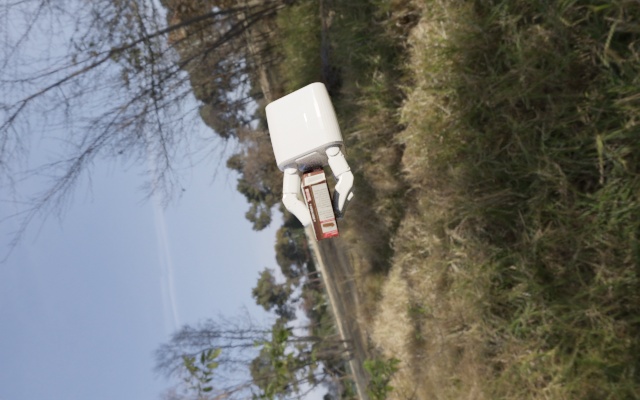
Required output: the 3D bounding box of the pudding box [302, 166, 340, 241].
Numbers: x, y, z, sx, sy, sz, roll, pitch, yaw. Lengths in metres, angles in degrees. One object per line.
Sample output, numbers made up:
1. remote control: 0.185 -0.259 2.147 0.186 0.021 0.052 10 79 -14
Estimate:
1. pudding box: 0.000 0.002 0.737 0.039 0.090 0.113 -14 14 4
